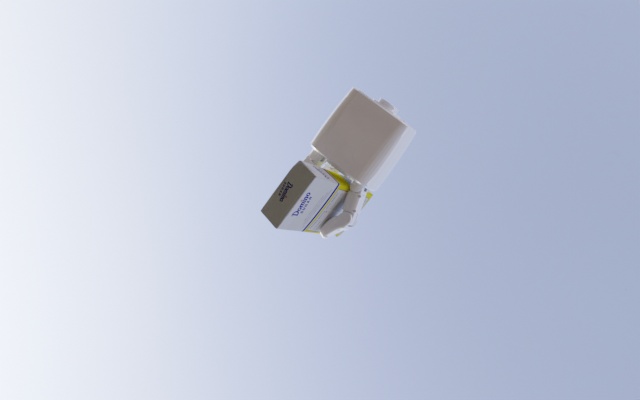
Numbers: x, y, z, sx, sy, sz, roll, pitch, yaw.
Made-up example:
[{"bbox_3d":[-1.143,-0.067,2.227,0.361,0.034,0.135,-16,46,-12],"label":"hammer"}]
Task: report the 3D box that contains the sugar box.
[{"bbox_3d":[0.000,0.002,0.702,0.048,0.093,0.176,46,16,30],"label":"sugar box"}]
